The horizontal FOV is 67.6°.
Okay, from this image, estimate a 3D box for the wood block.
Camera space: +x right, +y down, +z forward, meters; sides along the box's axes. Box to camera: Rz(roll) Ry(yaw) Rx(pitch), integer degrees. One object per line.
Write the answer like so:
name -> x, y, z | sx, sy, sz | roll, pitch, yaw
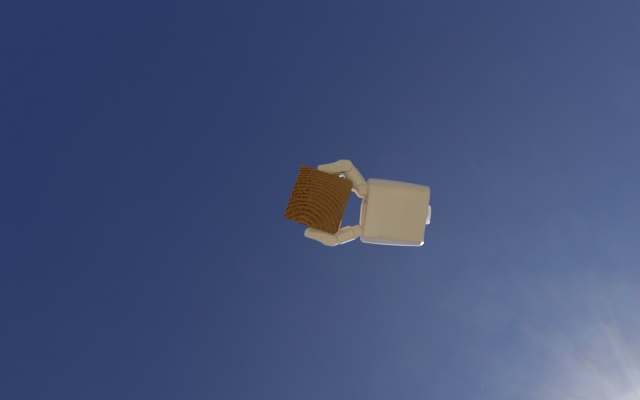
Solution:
wood block -> 0.000, 0.003, 0.847 | 0.090, 0.091, 0.206 | 18, -2, 3
